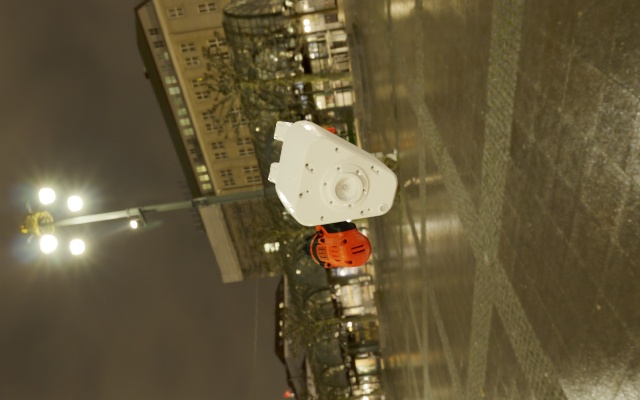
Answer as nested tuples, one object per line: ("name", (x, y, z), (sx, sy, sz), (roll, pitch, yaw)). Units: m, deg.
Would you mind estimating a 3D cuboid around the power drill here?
("power drill", (0.000, 0.002, 0.670), (0.057, 0.187, 0.184), (-16, 1, -22))
